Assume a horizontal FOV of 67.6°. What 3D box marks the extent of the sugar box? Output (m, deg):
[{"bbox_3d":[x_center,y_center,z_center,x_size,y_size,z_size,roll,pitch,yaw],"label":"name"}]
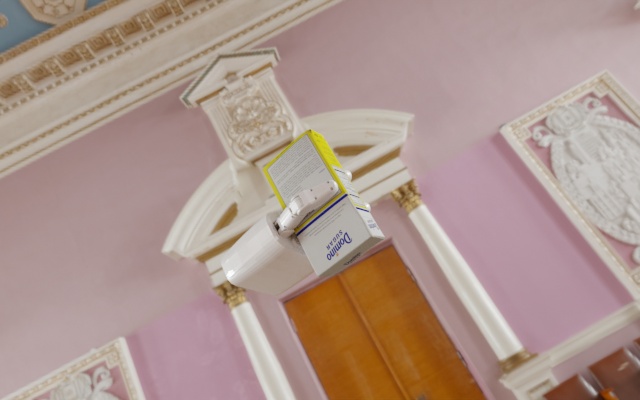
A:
[{"bbox_3d":[0.000,0.002,0.628,0.093,0.176,0.048,-39,-24,22],"label":"sugar box"}]
